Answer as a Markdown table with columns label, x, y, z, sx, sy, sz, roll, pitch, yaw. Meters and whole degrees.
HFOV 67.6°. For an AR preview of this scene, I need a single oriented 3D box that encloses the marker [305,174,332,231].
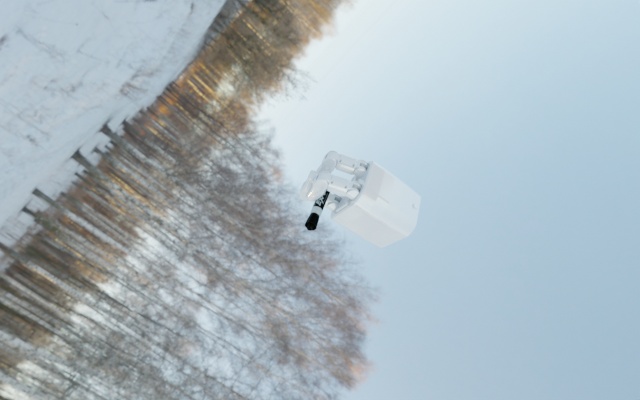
| label | x | y | z | sx | sy | sz | roll | pitch | yaw |
| --- | --- | --- | --- | --- | --- | --- | --- | --- | --- |
| marker | 0.000 | 0.002 | 0.765 | 0.020 | 0.020 | 0.121 | 0 | 42 | 22 |
